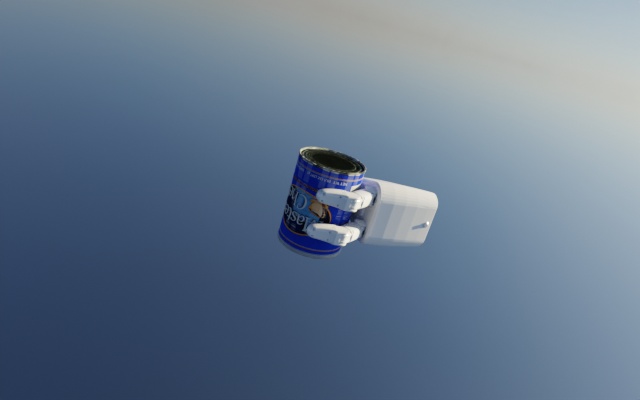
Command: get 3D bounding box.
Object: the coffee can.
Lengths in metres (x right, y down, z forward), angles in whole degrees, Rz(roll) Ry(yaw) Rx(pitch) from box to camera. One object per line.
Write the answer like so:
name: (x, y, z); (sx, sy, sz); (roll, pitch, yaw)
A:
coffee can: (0.000, 0.002, 0.723); (0.103, 0.140, 0.102); (14, 22, -6)
